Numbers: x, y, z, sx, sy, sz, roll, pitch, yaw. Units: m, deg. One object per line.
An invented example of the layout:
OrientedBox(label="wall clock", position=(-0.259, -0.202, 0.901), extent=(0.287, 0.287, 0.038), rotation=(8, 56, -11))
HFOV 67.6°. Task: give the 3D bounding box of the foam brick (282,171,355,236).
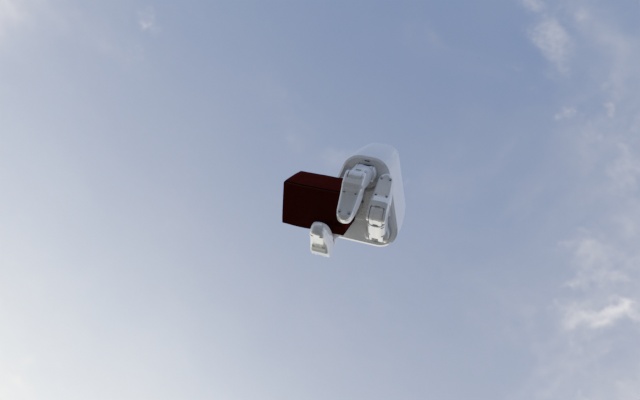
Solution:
OrientedBox(label="foam brick", position=(0.000, 0.002, 0.558), extent=(0.078, 0.053, 0.051), rotation=(12, 22, 14))
